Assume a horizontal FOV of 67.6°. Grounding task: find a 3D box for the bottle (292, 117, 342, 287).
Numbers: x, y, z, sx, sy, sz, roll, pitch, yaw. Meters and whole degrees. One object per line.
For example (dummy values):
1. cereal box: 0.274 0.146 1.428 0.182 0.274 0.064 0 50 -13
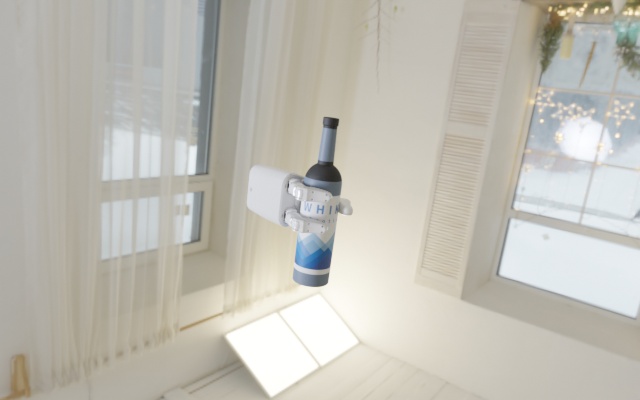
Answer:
1. bottle: 0.000 0.003 0.837 0.069 0.296 0.069 7 13 -2
